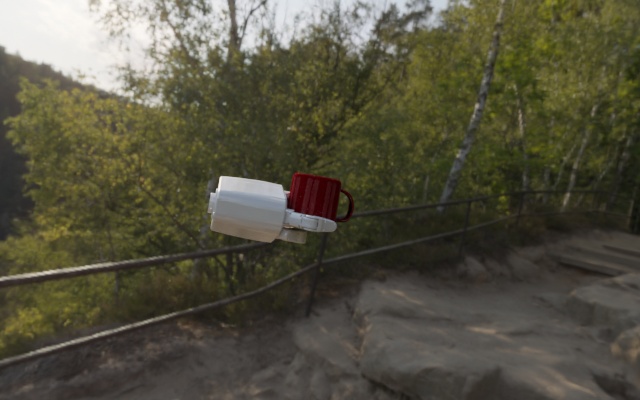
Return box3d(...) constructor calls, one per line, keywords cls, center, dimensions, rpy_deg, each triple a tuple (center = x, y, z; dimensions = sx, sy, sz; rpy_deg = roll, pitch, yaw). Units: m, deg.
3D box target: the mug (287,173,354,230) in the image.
box3d(cls="mug", center=(0.002, 0.003, 0.789), dimensions=(0.117, 0.081, 0.093), rpy_deg=(10, 0, -13))
